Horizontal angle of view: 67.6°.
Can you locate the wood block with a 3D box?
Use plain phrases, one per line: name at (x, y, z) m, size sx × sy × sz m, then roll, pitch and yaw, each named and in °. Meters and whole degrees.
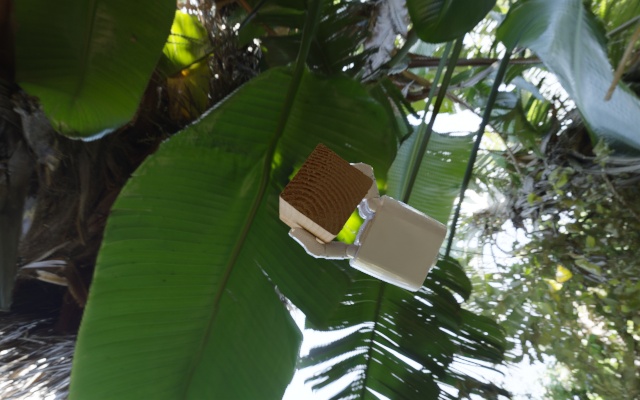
wood block at (0.000, 0.003, 0.702) m, size 0.090 × 0.091 × 0.206 m, roll 35°, pitch -11°, yaw 2°
